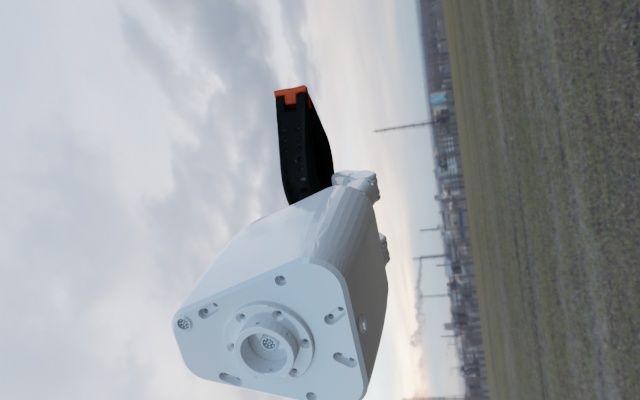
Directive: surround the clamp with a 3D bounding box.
[{"bbox_3d":[-0.001,0.001,0.430,0.036,0.210,0.164,-7,18,15],"label":"clamp"}]
